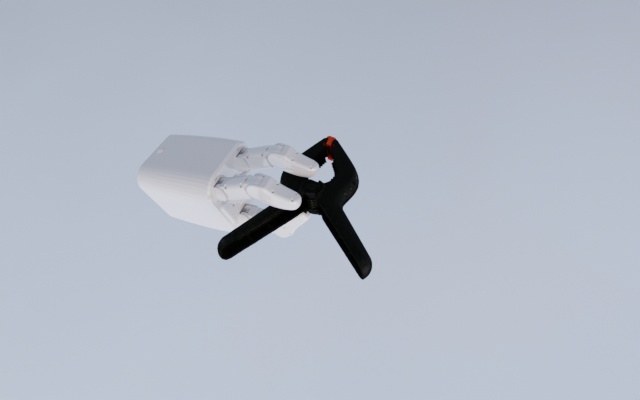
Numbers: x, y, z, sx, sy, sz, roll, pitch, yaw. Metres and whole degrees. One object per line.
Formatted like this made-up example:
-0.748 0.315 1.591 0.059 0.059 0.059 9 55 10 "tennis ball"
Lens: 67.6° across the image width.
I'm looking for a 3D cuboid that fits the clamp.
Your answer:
0.000 0.002 0.548 0.164 0.036 0.209 12 47 17 "clamp"
